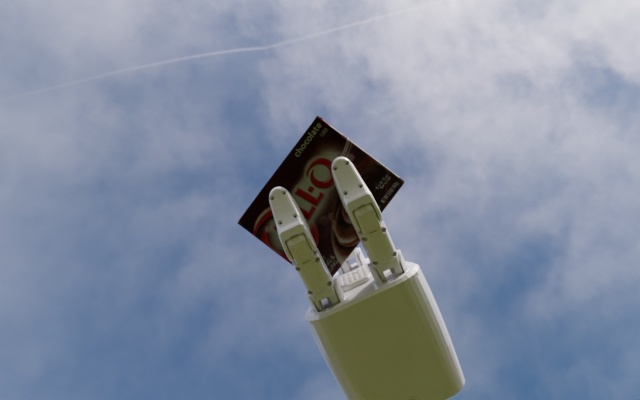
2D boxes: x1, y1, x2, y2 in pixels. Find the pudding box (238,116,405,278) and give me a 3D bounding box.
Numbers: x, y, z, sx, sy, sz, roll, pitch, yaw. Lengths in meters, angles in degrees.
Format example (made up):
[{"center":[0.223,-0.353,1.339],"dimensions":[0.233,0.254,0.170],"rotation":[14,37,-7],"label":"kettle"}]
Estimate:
[{"center":[0.000,0.001,0.402],"dimensions":[0.090,0.113,0.039],"rotation":[37,2,0],"label":"pudding box"}]
